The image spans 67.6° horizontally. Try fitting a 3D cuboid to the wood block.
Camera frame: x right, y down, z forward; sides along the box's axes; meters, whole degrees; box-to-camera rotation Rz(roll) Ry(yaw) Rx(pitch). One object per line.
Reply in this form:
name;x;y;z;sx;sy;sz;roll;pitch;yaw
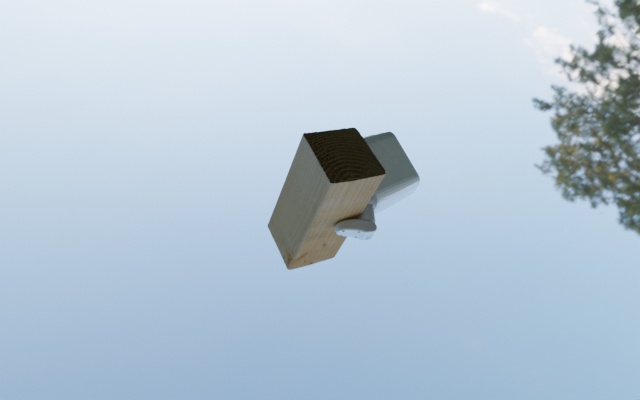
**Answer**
wood block;0.001;0.003;0.697;0.090;0.090;0.206;-11;-34;-30
